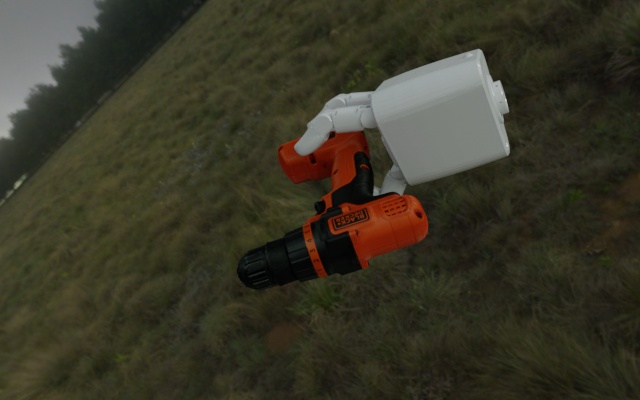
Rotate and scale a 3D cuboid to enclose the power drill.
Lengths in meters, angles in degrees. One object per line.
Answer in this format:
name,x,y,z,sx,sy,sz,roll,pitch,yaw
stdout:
power drill,0.000,0.001,0.500,0.184,0.057,0.187,-17,40,4
